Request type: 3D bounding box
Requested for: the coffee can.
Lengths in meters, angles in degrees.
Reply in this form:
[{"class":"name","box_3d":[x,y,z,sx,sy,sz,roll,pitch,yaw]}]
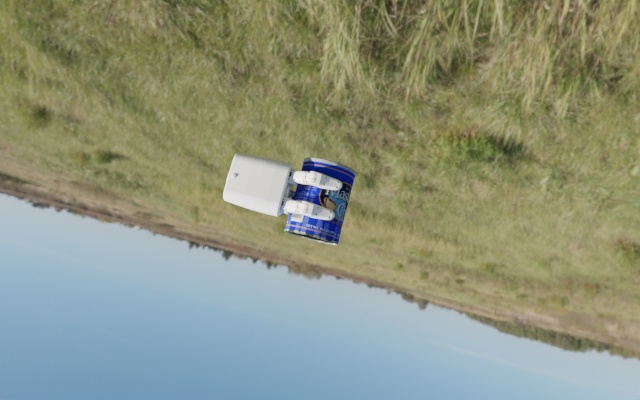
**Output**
[{"class":"coffee can","box_3d":[0.000,0.003,0.889,0.103,0.140,0.103,14,-8,2]}]
